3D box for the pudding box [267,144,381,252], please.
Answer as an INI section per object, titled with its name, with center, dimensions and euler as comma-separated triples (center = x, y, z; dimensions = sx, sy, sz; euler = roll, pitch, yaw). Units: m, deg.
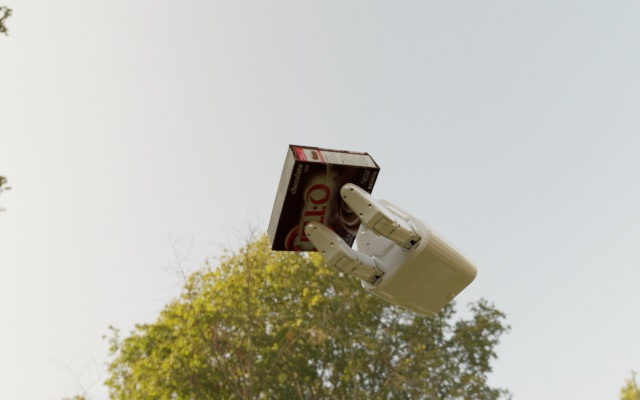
[pudding box]
center = 0.000, 0.002, 0.493
dimensions = 0.090, 0.113, 0.039
euler = 3, 32, -21
